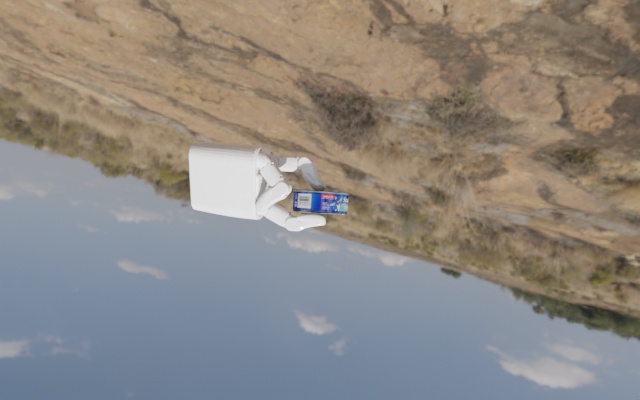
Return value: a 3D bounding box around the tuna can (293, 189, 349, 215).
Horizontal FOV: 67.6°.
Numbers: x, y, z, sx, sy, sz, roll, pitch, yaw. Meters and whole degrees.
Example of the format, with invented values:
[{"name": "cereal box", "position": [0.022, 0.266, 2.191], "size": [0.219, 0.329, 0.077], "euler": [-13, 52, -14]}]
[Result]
[{"name": "tuna can", "position": [0.000, 0.003, 0.733], "size": [0.086, 0.034, 0.086], "euler": [4, 0, 0]}]
